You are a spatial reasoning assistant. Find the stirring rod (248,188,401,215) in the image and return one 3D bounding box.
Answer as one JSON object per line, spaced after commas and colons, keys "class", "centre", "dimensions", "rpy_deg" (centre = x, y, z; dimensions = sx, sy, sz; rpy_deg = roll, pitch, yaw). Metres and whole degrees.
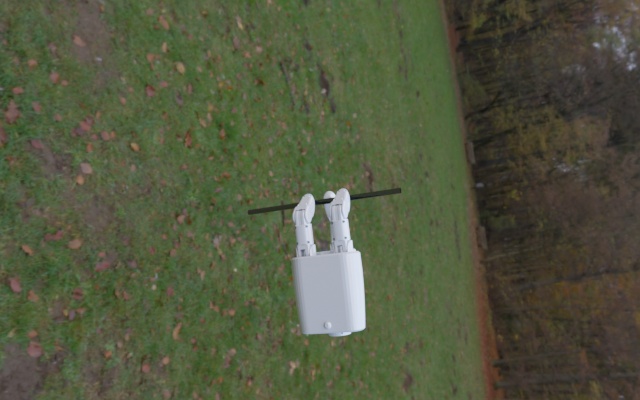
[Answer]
{"class": "stirring rod", "centre": [0.000, 0.002, 0.710], "dimensions": [0.239, 0.011, 0.011], "rpy_deg": [-8, -3, 19]}
